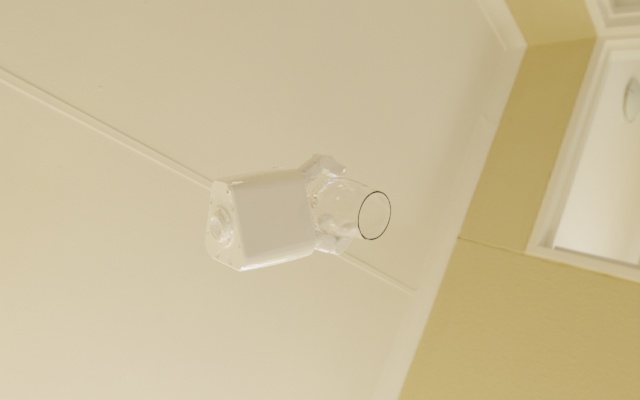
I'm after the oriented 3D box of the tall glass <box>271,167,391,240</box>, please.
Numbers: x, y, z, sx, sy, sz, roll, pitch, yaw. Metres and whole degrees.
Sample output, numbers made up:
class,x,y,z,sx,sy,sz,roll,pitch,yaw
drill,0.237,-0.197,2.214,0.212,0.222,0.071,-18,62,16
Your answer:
class,x,y,z,sx,sy,sz,roll,pitch,yaw
tall glass,0.000,0.002,0.656,0.079,0.079,0.201,0,10,-43
